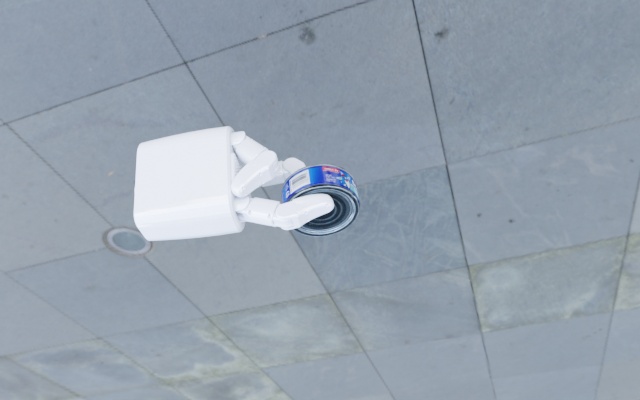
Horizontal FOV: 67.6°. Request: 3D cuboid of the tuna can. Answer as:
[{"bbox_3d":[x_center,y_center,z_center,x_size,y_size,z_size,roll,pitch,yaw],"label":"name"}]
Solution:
[{"bbox_3d":[0.000,0.002,0.529,0.086,0.033,0.086,-4,-43,-4],"label":"tuna can"}]
